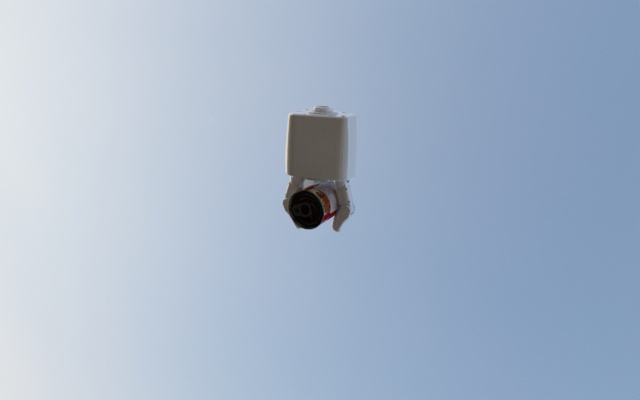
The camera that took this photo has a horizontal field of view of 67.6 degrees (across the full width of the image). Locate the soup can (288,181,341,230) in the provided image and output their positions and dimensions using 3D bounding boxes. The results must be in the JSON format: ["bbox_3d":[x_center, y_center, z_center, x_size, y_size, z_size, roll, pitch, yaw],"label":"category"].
[{"bbox_3d":[0.000,0.003,0.825,0.068,0.068,0.102,0,15,30],"label":"soup can"}]
